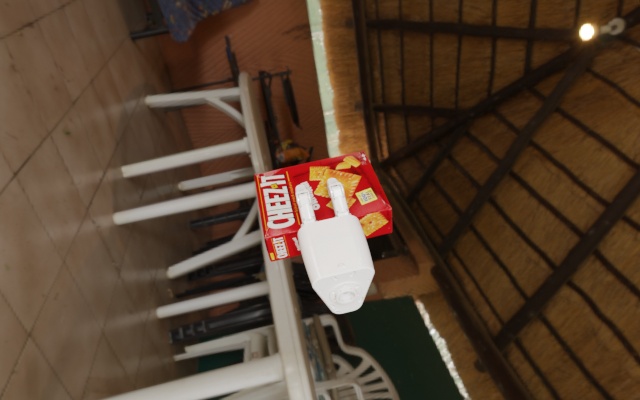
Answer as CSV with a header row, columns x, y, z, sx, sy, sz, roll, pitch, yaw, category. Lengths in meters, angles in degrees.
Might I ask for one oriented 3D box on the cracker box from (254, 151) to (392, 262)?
x,y,z,sx,sy,sz,roll,pitch,yaw,category
0.000,0.003,0.839,0.213,0.072,0.164,-12,44,-4,cracker box
